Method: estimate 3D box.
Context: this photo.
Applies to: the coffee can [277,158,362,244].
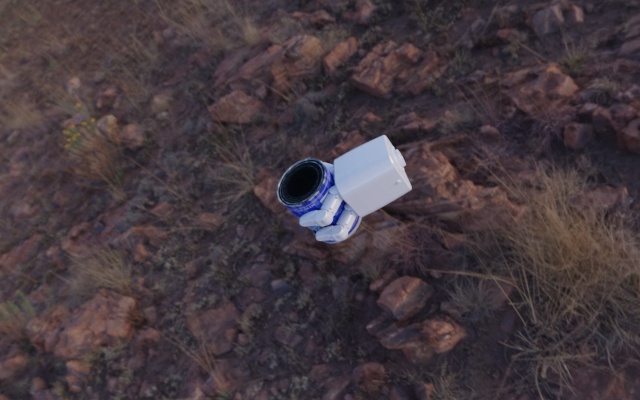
[{"bbox_3d":[0.000,0.003,0.887,0.103,0.102,0.140,0,-31,37],"label":"coffee can"}]
